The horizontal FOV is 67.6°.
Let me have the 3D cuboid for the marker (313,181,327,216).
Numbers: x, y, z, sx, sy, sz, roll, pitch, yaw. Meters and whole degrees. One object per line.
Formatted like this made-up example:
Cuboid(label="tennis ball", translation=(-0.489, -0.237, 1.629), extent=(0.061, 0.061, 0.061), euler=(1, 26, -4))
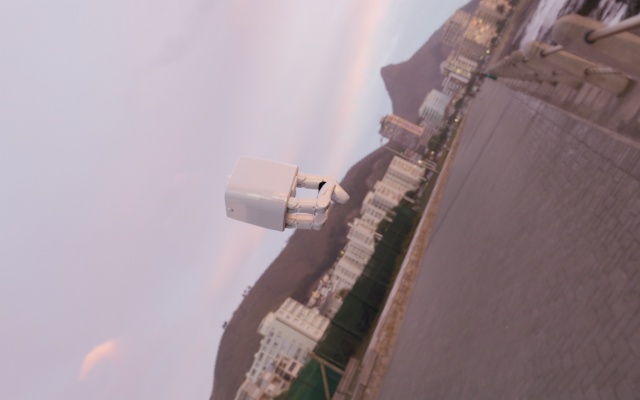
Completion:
Cuboid(label="marker", translation=(0.000, 0.003, 0.869), extent=(0.020, 0.020, 0.121), euler=(0, -31, -7))
